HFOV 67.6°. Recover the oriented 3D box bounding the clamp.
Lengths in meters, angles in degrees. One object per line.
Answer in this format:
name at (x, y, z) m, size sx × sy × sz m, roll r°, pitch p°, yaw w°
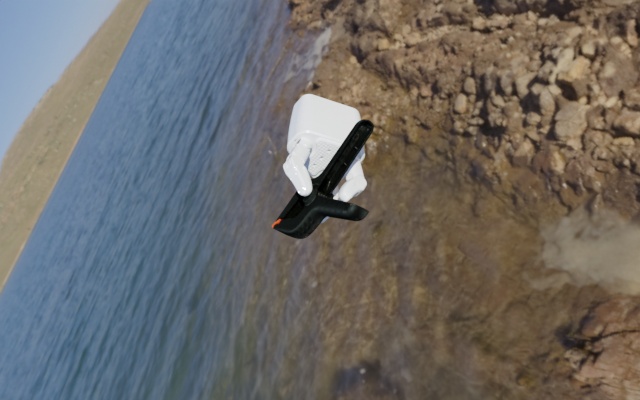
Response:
clamp at (-0.001, 0.002, 0.652) m, size 0.036 × 0.164 × 0.210 m, roll 30°, pitch -51°, yaw -23°
